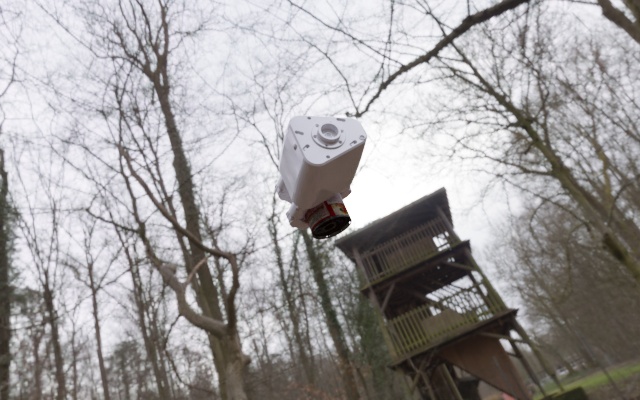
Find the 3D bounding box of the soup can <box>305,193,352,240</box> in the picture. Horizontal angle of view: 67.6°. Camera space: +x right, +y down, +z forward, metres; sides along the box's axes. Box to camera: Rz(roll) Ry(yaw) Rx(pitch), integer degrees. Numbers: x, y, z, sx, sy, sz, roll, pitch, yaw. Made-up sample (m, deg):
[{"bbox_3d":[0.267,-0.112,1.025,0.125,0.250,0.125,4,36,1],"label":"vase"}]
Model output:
[{"bbox_3d":[0.000,0.003,0.774,0.068,0.102,0.068,-19,-27,-10],"label":"soup can"}]
